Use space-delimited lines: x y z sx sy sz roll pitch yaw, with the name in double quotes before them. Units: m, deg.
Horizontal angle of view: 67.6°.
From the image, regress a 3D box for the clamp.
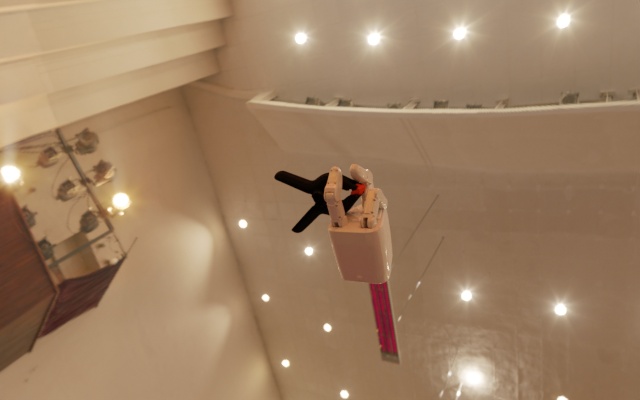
"clamp" 0.001 0.002 0.853 0.171 0.120 0.039 1 25 31
